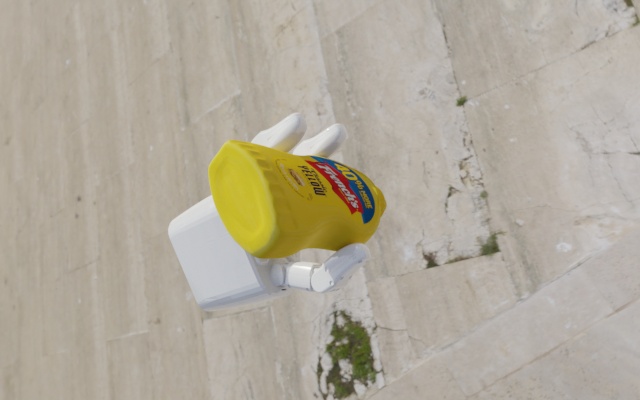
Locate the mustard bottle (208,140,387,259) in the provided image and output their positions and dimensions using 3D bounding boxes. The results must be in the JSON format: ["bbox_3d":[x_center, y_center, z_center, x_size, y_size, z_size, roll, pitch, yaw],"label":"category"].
[{"bbox_3d":[0.000,0.001,0.422,0.191,0.096,0.058,4,-45,-50],"label":"mustard bottle"}]
